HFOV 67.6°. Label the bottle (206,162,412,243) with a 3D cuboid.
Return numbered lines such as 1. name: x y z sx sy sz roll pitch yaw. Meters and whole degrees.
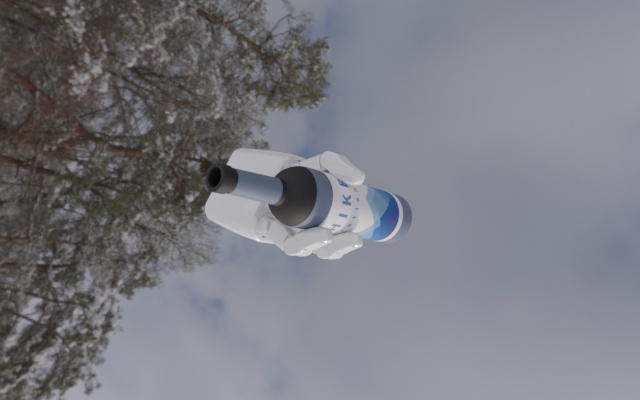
1. bottle: 0.000 0.002 0.538 0.069 0.069 0.296 0 -9 41
